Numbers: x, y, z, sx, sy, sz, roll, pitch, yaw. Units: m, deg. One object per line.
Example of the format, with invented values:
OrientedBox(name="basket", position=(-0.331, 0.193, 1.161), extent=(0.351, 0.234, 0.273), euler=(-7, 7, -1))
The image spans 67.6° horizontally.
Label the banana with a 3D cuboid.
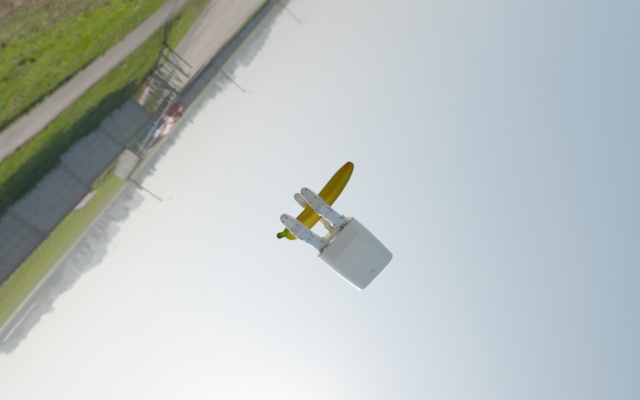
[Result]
OrientedBox(name="banana", position=(-0.003, 0.009, 0.893), extent=(0.037, 0.198, 0.070), euler=(41, -12, 6))
